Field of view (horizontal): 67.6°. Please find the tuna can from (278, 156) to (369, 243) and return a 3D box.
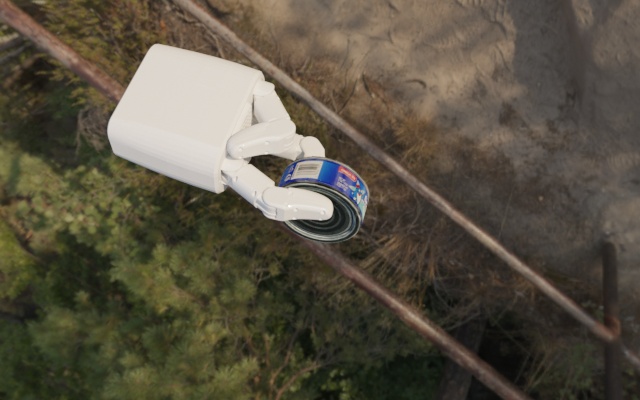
[{"bbox_3d":[0.000,0.002,0.442,0.086,0.033,0.086,11,-40,9],"label":"tuna can"}]
